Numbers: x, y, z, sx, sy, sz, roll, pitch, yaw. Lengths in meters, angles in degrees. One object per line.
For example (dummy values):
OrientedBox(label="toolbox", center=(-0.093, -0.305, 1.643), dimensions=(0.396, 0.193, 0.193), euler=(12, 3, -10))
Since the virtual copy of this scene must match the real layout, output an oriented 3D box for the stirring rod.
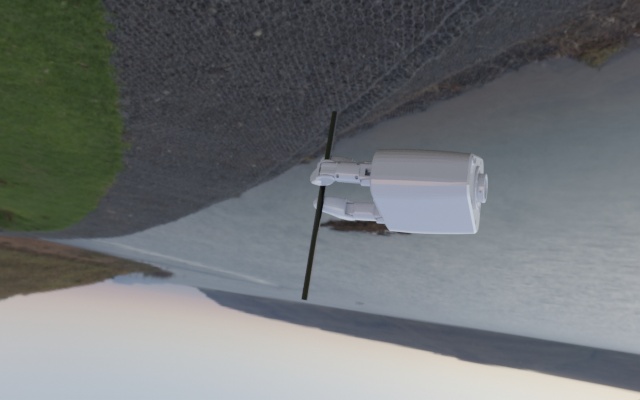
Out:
OrientedBox(label="stirring rod", center=(0.000, 0.002, 0.591), dimensions=(0.011, 0.239, 0.011), euler=(9, -13, 2))
